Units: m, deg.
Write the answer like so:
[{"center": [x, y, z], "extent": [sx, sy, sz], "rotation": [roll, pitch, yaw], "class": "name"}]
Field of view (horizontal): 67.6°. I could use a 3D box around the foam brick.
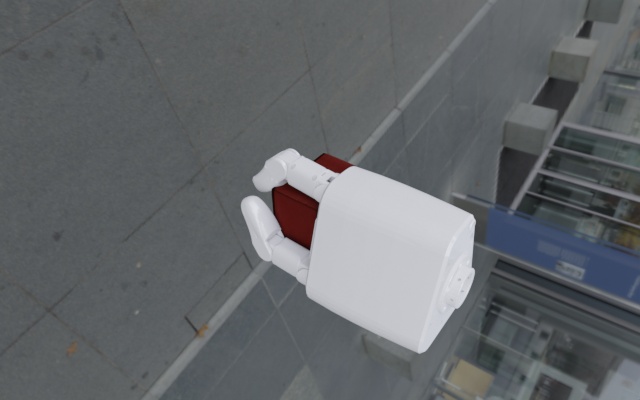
[{"center": [0.000, 0.001, 0.438], "extent": [0.051, 0.053, 0.078], "rotation": [24, 43, 29], "class": "foam brick"}]
